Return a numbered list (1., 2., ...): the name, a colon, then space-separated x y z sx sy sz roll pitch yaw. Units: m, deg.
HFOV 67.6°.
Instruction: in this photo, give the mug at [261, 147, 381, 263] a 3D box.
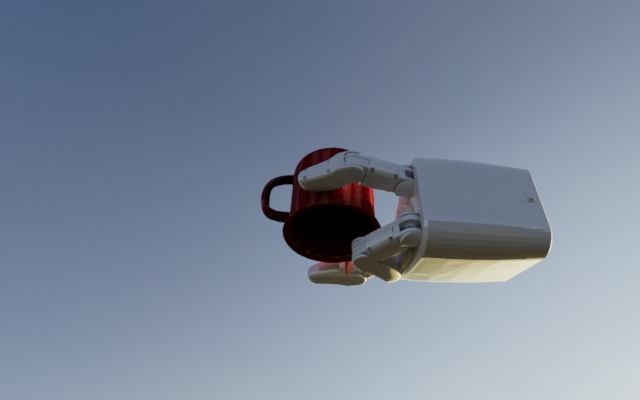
1. mug: -0.001 0.001 0.472 0.117 0.081 0.093 5 -41 -3
